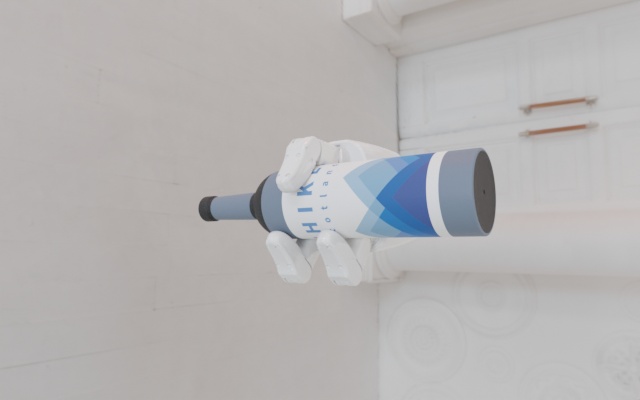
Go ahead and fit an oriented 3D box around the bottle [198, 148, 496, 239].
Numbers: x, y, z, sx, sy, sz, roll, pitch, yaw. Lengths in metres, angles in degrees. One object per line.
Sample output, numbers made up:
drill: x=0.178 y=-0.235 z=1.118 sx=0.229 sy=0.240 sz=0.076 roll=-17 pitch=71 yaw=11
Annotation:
bottle: x=0.000 y=0.001 z=0.436 sx=0.296 sy=0.069 sz=0.069 roll=-4 pitch=-2 yaw=33
